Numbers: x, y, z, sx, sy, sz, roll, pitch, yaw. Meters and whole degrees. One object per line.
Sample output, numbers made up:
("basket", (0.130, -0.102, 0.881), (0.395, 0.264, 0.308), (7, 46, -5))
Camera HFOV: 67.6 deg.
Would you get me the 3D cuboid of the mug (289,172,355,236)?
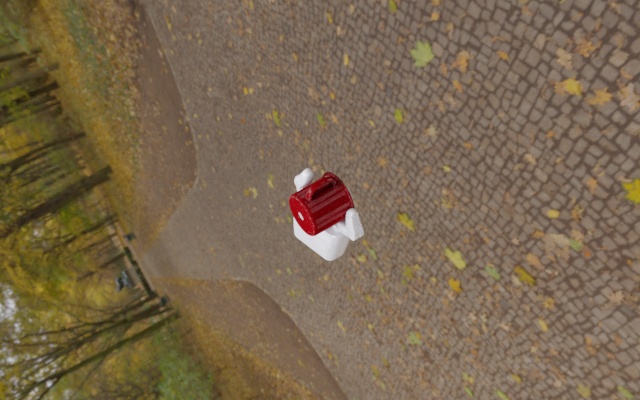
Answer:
("mug", (0.000, 0.002, 0.816), (0.081, 0.093, 0.117), (-29, -27, -22))
